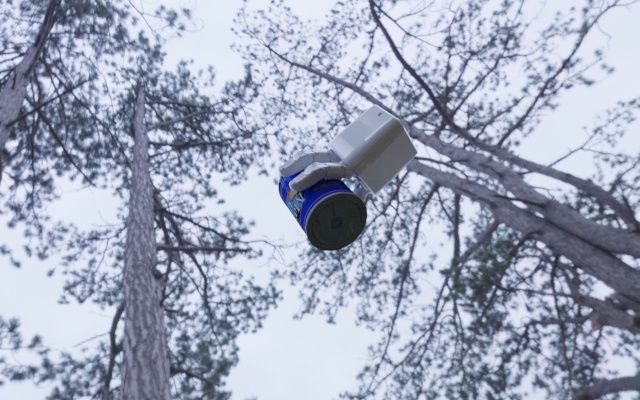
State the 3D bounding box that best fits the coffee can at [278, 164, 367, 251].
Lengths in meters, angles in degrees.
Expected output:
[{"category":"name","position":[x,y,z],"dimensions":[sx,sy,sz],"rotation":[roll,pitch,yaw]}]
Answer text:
[{"category":"coffee can","position":[0.000,0.003,0.784],"dimensions":[0.103,0.103,0.140],"rotation":[0,28,-25]}]
